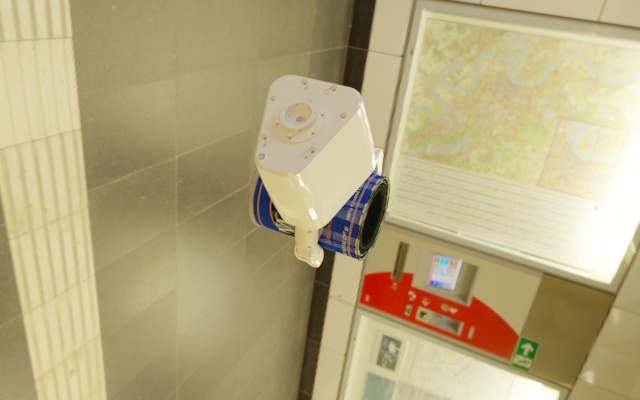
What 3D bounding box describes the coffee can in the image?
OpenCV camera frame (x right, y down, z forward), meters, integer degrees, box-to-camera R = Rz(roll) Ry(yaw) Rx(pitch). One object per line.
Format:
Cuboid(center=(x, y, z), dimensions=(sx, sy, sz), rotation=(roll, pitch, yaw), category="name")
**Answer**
Cuboid(center=(0.000, 0.002, 0.571), dimensions=(0.140, 0.103, 0.103), rotation=(17, 6, 20), category="coffee can")
